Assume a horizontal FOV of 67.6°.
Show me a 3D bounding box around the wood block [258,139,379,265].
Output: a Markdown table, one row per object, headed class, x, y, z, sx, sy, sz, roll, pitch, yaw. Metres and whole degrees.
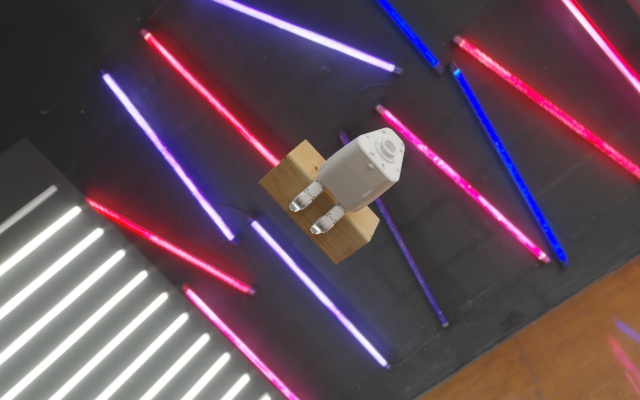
| class | x | y | z | sx | sy | sz | roll | pitch | yaw |
| --- | --- | --- | --- | --- | --- | --- | --- | --- | --- |
| wood block | 0.000 | 0.002 | 0.875 | 0.090 | 0.206 | 0.090 | -39 | 6 | 30 |
